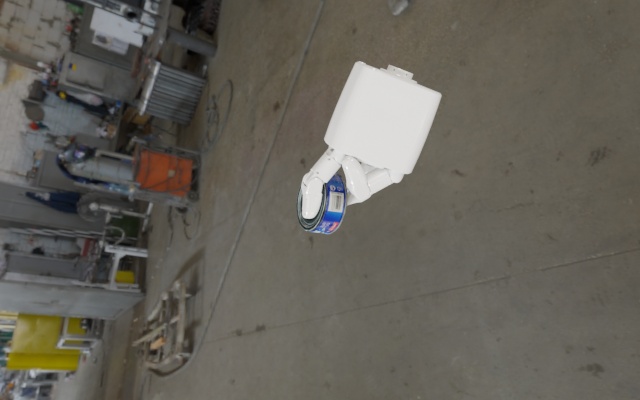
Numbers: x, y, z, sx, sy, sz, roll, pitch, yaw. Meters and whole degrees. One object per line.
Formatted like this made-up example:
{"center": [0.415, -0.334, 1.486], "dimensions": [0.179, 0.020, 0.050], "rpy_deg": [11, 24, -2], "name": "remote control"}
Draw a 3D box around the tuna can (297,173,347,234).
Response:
{"center": [0.000, 0.002, 0.653], "dimensions": [0.034, 0.086, 0.086], "rpy_deg": [7, -4, -29], "name": "tuna can"}
